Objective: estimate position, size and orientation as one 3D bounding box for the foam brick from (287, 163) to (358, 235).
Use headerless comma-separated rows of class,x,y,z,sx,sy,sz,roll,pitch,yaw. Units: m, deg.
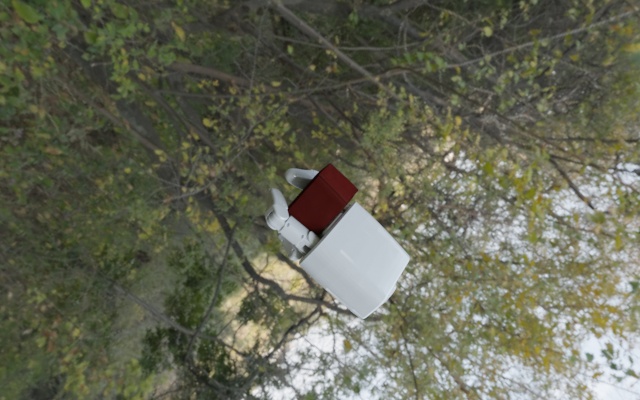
foam brick,0.000,0.002,0.595,0.078,0.051,0.053,-47,-1,29
